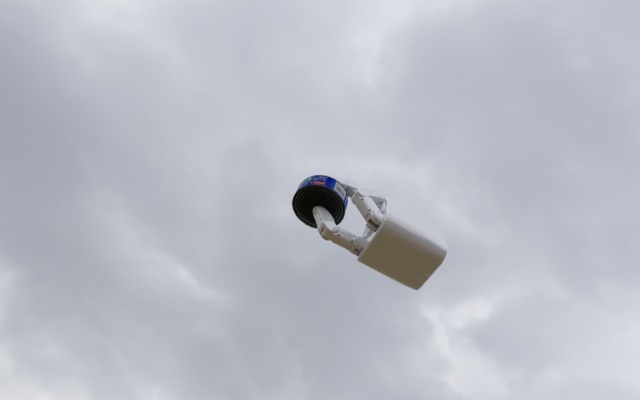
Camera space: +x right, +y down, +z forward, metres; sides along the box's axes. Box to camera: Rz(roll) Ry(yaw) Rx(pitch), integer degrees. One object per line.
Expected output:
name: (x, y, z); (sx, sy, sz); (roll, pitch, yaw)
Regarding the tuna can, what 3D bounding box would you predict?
tuna can: (0.000, 0.002, 0.756); (0.086, 0.086, 0.033); (0, 35, 16)
